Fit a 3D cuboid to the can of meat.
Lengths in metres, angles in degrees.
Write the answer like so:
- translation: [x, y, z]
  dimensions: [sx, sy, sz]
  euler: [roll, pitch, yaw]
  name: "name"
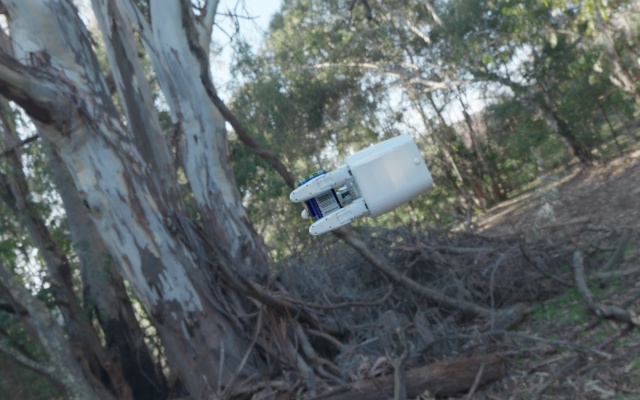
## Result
- translation: [0.000, 0.002, 0.737]
  dimensions: [0.057, 0.084, 0.102]
  euler: [-25, -2, -5]
  name: "can of meat"
